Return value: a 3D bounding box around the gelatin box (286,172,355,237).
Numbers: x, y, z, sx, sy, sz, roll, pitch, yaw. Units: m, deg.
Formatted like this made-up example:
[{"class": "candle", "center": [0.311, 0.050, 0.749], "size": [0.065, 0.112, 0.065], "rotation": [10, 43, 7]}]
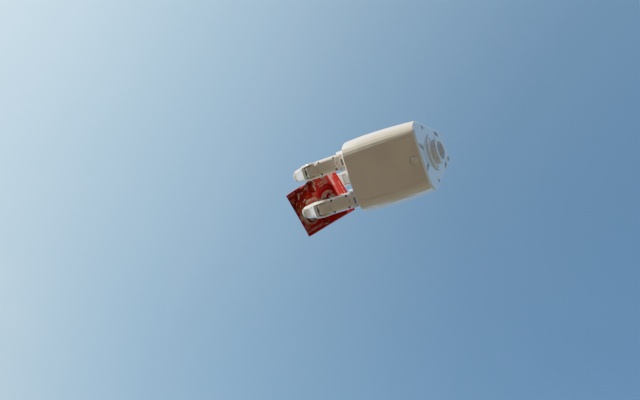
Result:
[{"class": "gelatin box", "center": [0.000, 0.002, 0.713], "size": [0.089, 0.073, 0.030], "rotation": [-33, -4, 38]}]
